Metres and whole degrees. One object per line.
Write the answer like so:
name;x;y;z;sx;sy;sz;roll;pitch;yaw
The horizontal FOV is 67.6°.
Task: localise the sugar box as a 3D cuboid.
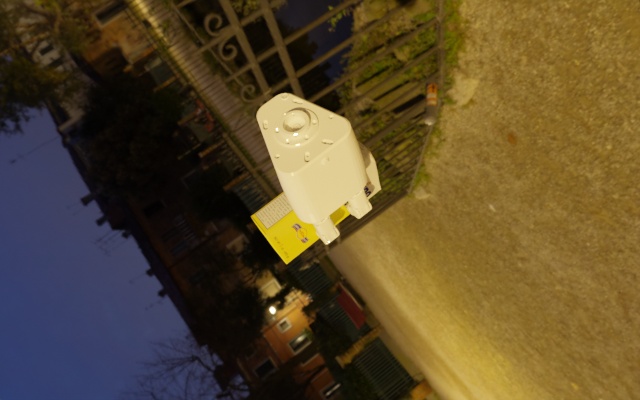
sugar box;0.000;0.002;0.652;0.176;0.048;0.093;-36;-33;-7
